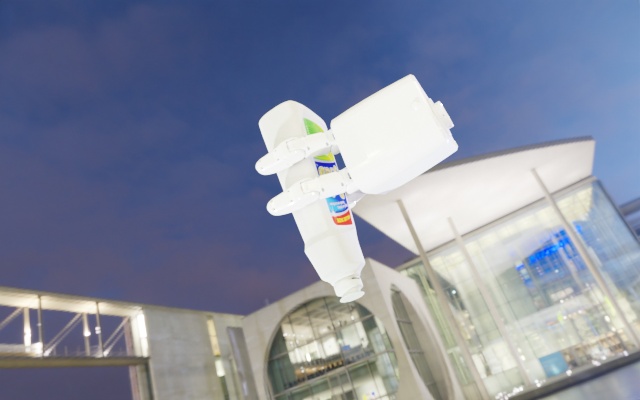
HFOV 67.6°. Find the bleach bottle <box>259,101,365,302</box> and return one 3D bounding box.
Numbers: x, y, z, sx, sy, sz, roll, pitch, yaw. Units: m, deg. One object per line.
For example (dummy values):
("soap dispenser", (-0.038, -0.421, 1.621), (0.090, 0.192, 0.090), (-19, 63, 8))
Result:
("bleach bottle", (0.000, 0.002, 0.580), (0.068, 0.250, 0.102), (-30, -28, 20))
